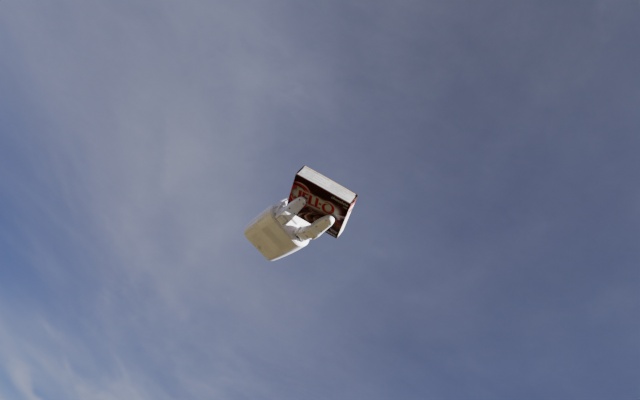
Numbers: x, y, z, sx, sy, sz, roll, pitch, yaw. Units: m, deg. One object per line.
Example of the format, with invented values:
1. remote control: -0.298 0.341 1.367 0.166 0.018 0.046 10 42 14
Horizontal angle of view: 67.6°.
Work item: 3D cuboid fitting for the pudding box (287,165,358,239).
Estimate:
1. pudding box: 0.000 0.003 0.846 0.113 0.090 0.039 27 44 9
